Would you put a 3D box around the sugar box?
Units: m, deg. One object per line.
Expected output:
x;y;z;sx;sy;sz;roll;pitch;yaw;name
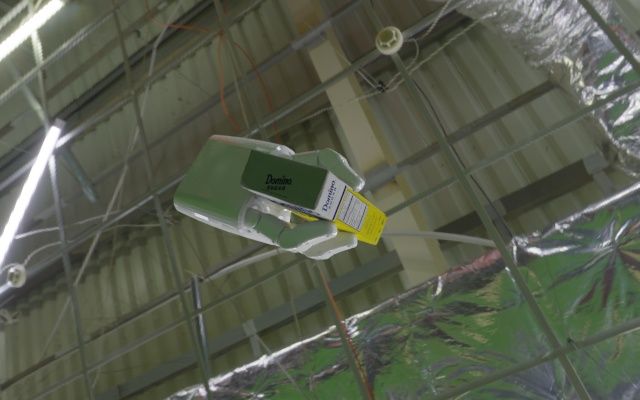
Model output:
0.000;0.002;0.517;0.093;0.048;0.176;17;-4;29;sugar box
